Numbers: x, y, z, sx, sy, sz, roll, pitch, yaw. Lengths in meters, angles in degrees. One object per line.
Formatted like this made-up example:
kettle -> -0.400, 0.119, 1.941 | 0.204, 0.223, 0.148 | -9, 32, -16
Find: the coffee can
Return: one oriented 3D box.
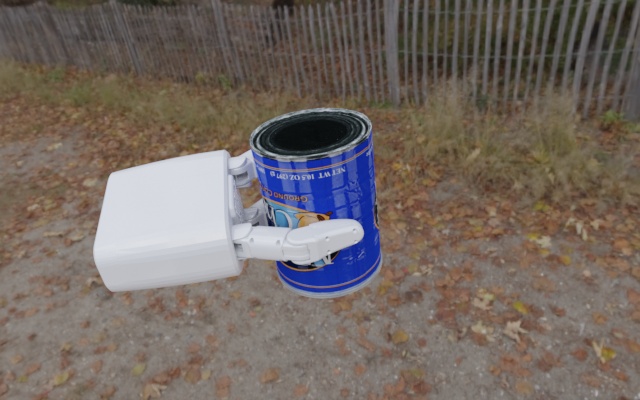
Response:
coffee can -> 0.000, 0.002, 0.429 | 0.103, 0.140, 0.102 | -6, 31, 4
